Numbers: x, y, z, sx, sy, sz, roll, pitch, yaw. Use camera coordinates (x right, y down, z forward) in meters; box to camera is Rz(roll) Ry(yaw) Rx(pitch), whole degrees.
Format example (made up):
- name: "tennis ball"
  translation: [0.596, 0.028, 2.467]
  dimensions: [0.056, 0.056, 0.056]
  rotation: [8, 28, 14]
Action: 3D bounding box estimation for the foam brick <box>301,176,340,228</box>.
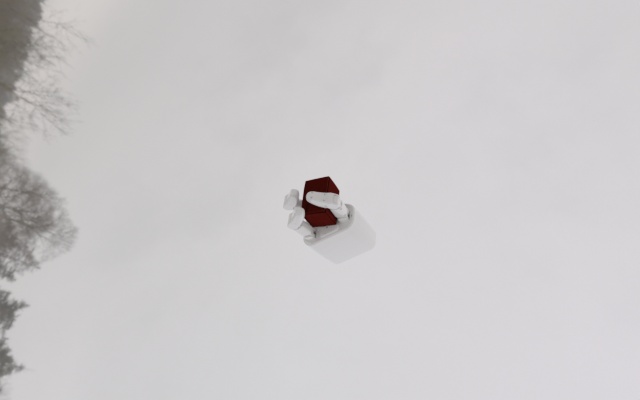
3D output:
- name: "foam brick"
  translation: [0.000, 0.003, 0.898]
  dimensions: [0.053, 0.078, 0.051]
  rotation: [-9, -33, 26]
